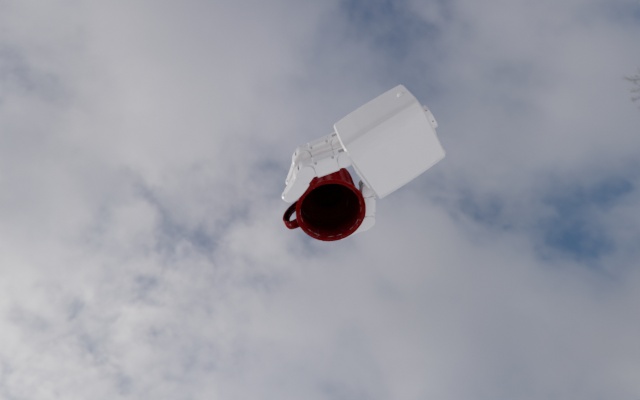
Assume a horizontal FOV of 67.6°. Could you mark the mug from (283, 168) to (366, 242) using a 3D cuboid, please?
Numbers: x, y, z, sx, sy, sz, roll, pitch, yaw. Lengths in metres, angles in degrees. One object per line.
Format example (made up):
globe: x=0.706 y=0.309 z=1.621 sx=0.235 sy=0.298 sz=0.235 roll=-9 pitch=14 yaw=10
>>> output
mug: x=-0.001 y=0.003 z=0.664 sx=0.117 sy=0.093 sz=0.081 roll=-30 pitch=27 yaw=10
